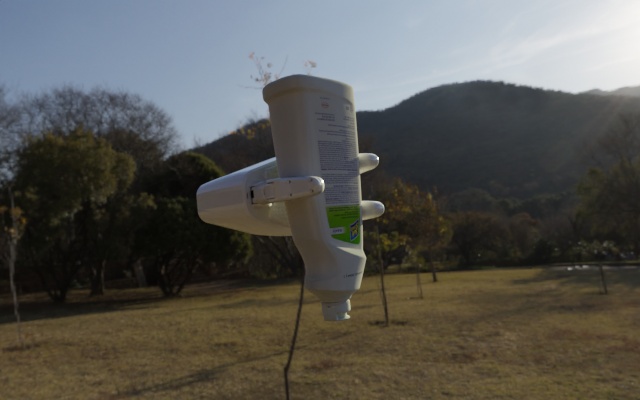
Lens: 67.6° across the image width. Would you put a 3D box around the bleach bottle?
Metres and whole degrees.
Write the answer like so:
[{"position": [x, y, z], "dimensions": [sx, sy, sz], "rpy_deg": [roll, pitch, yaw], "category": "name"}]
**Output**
[{"position": [0.000, 0.002, 0.508], "dimensions": [0.102, 0.251, 0.068], "rpy_deg": [-3, -3, -45], "category": "bleach bottle"}]
